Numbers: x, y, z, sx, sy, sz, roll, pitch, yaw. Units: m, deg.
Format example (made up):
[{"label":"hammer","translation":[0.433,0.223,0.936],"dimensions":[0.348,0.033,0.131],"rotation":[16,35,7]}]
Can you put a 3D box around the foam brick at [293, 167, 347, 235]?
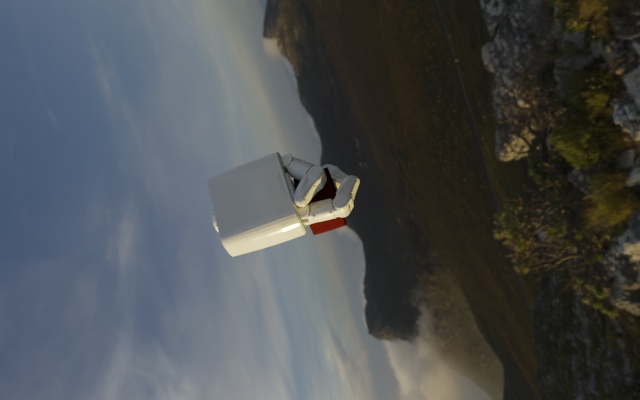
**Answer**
[{"label":"foam brick","translation":[0.000,0.002,0.670],"dimensions":[0.051,0.053,0.078],"rotation":[-20,-39,1]}]
